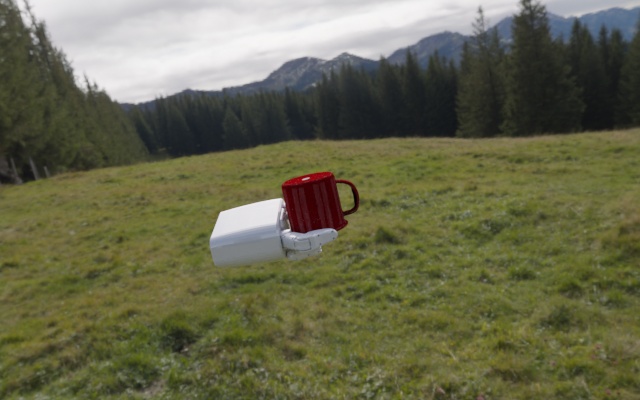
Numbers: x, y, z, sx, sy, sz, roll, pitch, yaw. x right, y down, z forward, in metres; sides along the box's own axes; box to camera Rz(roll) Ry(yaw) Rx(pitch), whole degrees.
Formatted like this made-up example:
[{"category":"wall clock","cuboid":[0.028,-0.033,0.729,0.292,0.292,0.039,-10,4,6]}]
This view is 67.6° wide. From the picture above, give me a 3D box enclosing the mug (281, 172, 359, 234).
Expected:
[{"category":"mug","cuboid":[0.001,0.002,0.718,0.117,0.081,0.093,-12,11,3]}]
